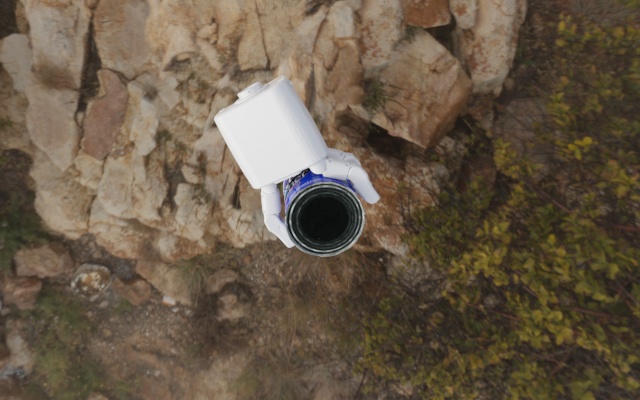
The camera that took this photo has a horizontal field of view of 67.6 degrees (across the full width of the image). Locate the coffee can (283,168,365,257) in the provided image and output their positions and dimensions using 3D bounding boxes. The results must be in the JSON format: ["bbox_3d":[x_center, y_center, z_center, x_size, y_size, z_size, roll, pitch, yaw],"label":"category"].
[{"bbox_3d":[0.000,0.002,0.668,0.103,0.103,0.140,0,19,-5],"label":"coffee can"}]
